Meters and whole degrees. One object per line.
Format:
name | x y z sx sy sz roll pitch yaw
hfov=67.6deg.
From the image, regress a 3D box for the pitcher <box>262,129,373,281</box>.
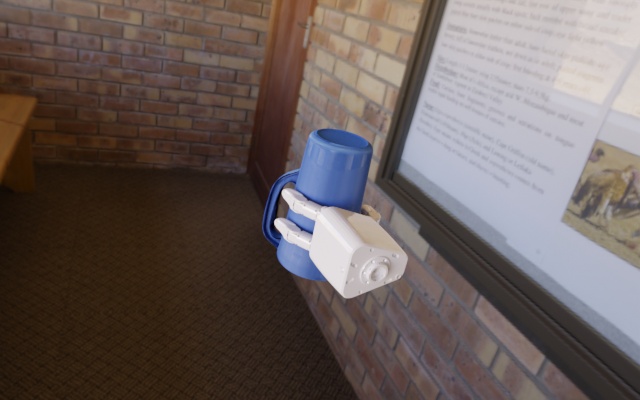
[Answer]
pitcher | 0.000 0.003 0.824 0.149 0.243 0.145 0 27 -27
